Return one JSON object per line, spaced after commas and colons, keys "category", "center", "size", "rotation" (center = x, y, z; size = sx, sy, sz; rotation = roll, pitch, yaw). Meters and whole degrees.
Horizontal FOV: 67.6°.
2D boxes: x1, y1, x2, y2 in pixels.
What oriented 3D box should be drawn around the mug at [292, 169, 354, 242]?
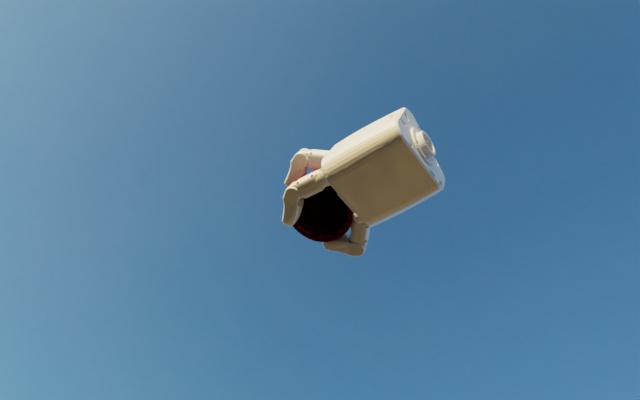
{"category": "mug", "center": [-0.001, 0.003, 0.659], "size": [0.117, 0.093, 0.081], "rotation": [-27, 12, 28]}
